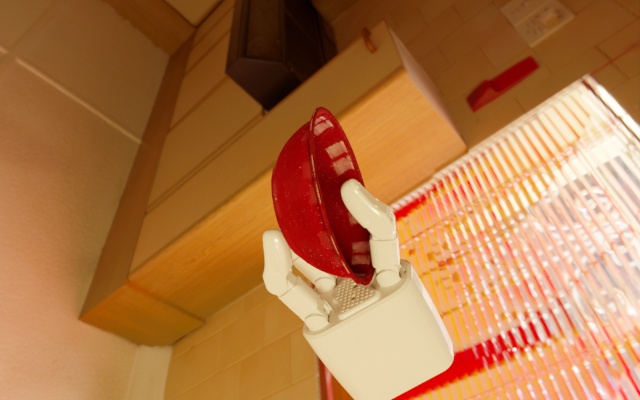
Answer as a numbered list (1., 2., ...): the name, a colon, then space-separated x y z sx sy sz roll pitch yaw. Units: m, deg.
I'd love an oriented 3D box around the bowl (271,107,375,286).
1. bowl: -0.001 0.000 0.431 0.055 0.162 0.162 -14 -4 17
